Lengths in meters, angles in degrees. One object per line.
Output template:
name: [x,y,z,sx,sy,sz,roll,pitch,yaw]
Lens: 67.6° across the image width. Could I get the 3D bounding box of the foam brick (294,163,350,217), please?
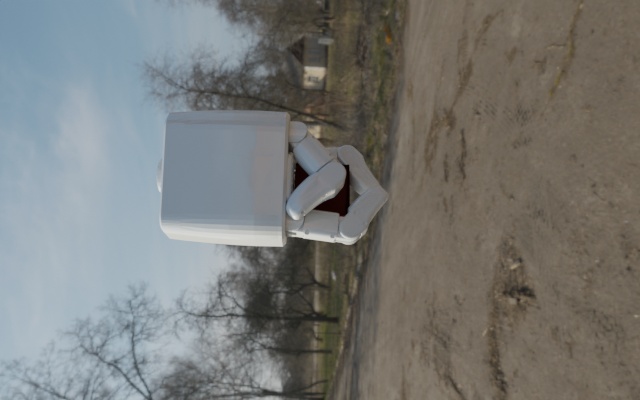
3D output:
foam brick: [0.000,0.002,0.471,0.051,0.053,0.078,2,-21,-2]
